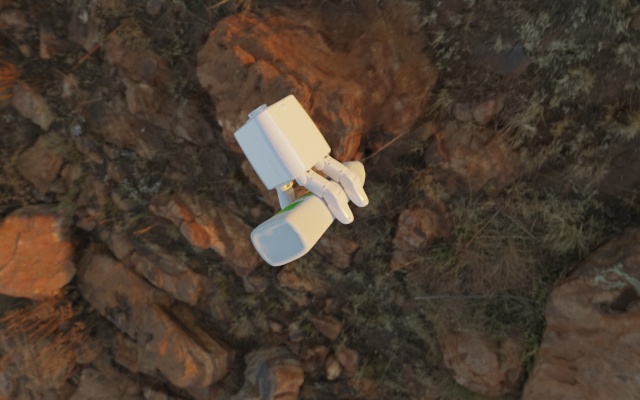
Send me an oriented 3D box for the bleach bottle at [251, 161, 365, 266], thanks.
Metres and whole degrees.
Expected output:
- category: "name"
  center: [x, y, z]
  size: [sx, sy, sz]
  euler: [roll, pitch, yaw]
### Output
- category: "bleach bottle"
  center: [0.000, 0.003, 0.766]
  size: [0.102, 0.068, 0.250]
  euler: [-26, 12, 40]
